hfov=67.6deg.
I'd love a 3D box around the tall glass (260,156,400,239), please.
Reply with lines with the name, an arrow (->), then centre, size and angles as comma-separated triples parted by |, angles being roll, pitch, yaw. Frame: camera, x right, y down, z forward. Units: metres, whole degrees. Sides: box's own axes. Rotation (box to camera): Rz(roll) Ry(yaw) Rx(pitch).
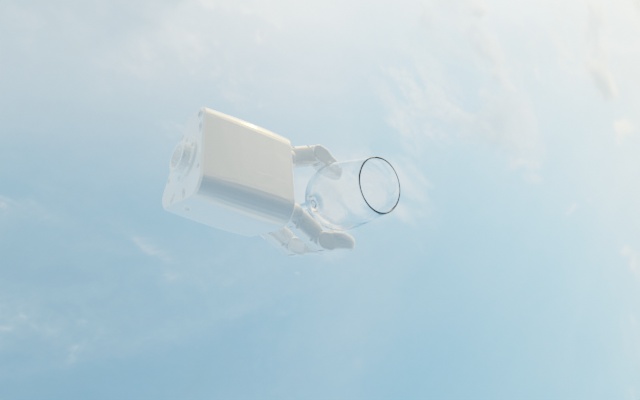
tall glass -> 0.000, 0.002, 0.571 | 0.079, 0.079, 0.201 | 0, -10, -40
